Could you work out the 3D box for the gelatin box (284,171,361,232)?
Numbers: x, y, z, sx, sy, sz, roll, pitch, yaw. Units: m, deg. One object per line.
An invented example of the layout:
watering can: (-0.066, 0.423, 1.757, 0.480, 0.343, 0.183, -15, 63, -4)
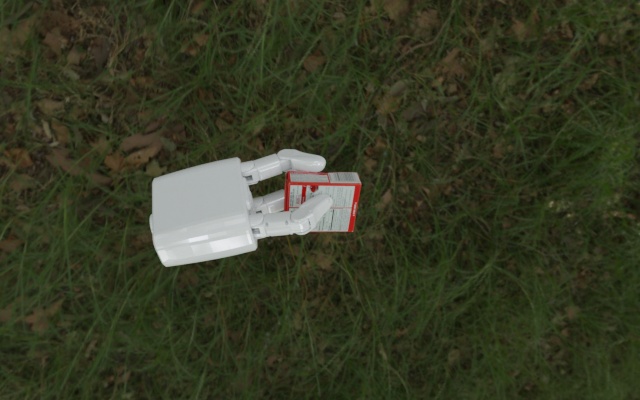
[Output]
gelatin box: (0.000, 0.002, 0.580, 0.089, 0.073, 0.030, 1, 35, -8)
